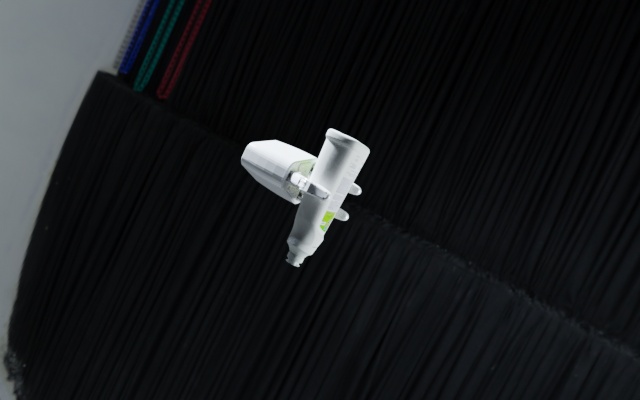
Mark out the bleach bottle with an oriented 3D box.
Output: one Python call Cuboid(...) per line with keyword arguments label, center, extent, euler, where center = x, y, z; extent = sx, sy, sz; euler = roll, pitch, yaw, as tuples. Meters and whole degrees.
Cuboid(label="bleach bottle", center=(0.000, 0.003, 0.865), extent=(0.068, 0.251, 0.102), euler=(28, 5, 23))
